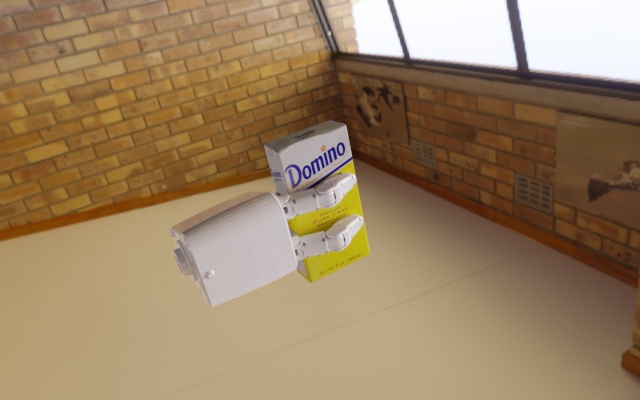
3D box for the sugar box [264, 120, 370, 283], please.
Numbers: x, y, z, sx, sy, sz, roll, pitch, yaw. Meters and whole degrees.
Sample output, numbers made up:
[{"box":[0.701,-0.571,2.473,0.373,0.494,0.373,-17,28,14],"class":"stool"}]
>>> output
[{"box":[0.000,0.002,0.578,0.093,0.176,0.048,-24,29,-22],"class":"sugar box"}]
